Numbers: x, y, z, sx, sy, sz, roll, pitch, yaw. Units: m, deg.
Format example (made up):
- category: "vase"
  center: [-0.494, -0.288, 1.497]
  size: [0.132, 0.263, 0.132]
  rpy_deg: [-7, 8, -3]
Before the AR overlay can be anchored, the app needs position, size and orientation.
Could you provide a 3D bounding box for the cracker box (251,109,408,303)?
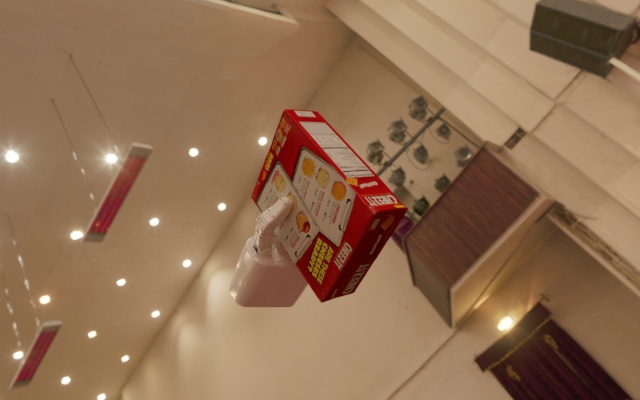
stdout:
- category: "cracker box"
  center: [0.000, 0.002, 0.656]
  size: [0.072, 0.164, 0.213]
  rpy_deg: [-8, 47, -40]
